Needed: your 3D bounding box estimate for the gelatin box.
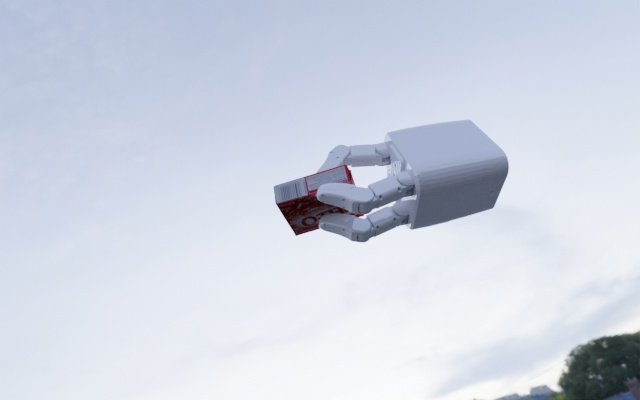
[{"bbox_3d":[0.000,0.002,0.548,0.089,0.030,0.073,-16,-36,7],"label":"gelatin box"}]
